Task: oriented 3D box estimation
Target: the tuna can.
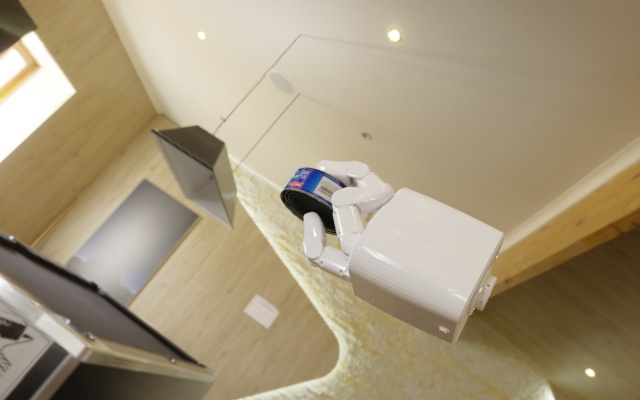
[{"bbox_3d":[0.000,0.001,0.530,0.086,0.033,0.086,27,-22,12],"label":"tuna can"}]
